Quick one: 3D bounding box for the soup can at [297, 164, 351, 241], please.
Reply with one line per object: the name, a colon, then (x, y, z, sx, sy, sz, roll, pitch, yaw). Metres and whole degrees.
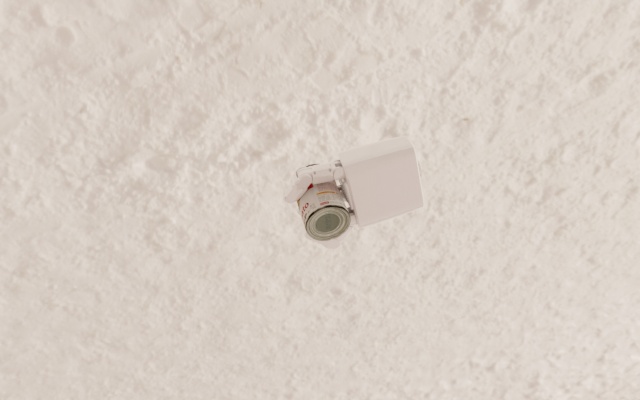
soup can: (0.000, 0.003, 0.708, 0.068, 0.068, 0.102, 0, 39, -17)
